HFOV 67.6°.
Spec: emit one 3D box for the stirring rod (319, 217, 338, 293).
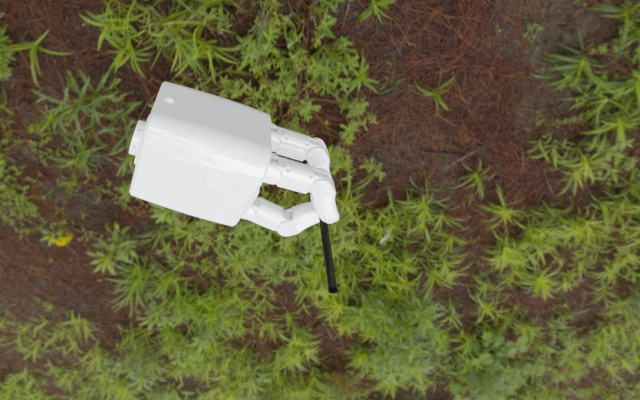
[{"bbox_3d":[0.000,0.002,0.502,0.011,0.011,0.239,0,39,-7],"label":"stirring rod"}]
